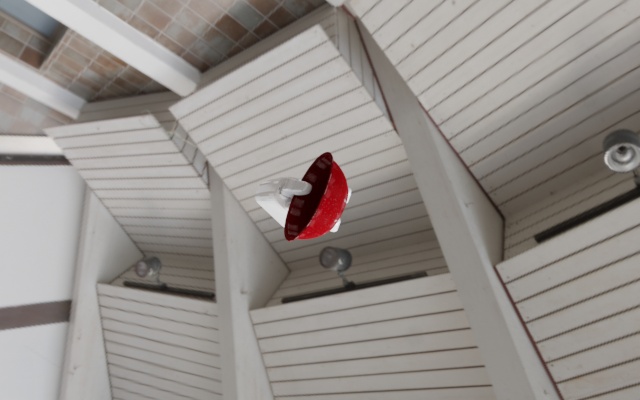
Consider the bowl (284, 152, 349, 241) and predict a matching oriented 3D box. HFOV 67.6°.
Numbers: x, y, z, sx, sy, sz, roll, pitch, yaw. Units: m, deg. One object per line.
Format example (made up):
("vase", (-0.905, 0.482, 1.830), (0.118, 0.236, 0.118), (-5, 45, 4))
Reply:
("bowl", (0.001, 0.003, 0.796), (0.055, 0.162, 0.162), (25, -8, -17))
